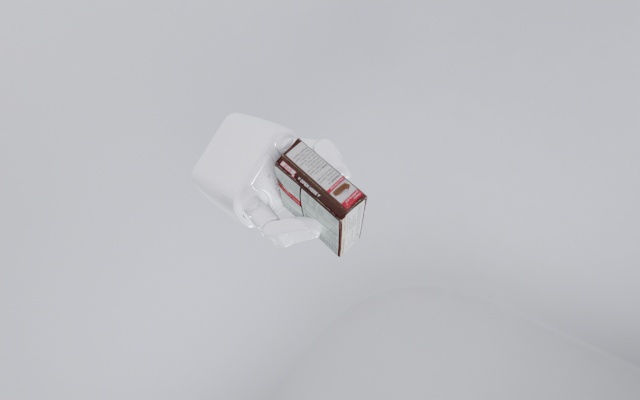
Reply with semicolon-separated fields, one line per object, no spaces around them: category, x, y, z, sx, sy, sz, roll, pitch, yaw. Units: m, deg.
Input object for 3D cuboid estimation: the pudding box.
pudding box;0.000;0.002;0.483;0.090;0.039;0.113;41;-15;16
